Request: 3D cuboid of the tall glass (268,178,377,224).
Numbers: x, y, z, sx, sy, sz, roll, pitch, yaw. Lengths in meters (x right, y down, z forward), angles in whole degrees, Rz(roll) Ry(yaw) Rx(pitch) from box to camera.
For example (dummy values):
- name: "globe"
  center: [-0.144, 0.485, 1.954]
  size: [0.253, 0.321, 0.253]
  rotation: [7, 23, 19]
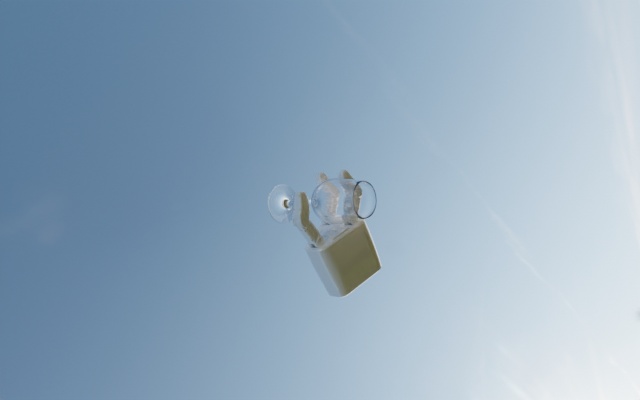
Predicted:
- name: "tall glass"
  center: [0.000, 0.003, 0.832]
  size: [0.201, 0.079, 0.079]
  rotation: [-3, -2, 45]
